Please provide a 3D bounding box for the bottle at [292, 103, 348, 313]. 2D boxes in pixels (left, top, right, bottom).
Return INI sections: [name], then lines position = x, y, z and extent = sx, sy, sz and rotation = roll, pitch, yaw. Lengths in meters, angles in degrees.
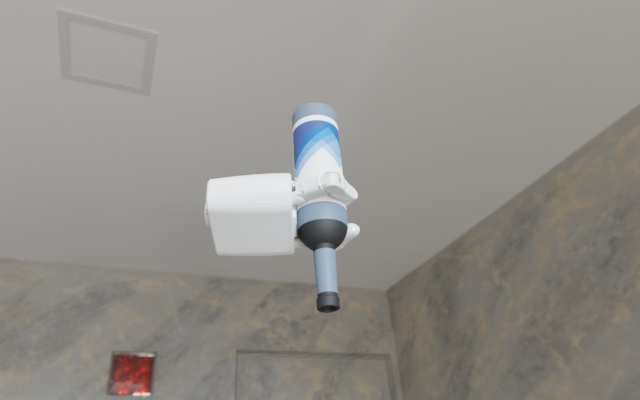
[bottle]
position = 0.000, 0.002, 0.635
extent = 0.069, 0.295, 0.069
rotation = -3, -31, -2
